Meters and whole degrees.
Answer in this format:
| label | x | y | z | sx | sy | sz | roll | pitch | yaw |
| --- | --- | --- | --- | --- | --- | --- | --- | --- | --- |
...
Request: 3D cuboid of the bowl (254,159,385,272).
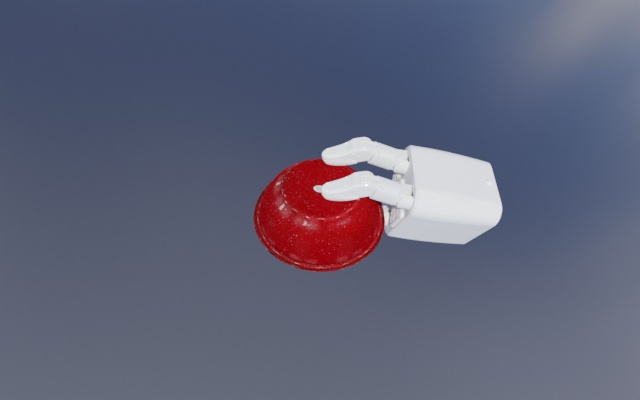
| label | x | y | z | sx | sy | sz | roll | pitch | yaw |
| --- | --- | --- | --- | --- | --- | --- | --- | --- | --- |
| bowl | -0.001 | 0.002 | 0.567 | 0.162 | 0.162 | 0.055 | 0 | -39 | -3 |
